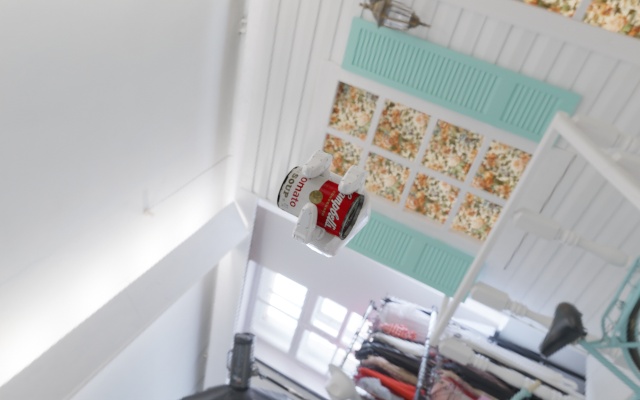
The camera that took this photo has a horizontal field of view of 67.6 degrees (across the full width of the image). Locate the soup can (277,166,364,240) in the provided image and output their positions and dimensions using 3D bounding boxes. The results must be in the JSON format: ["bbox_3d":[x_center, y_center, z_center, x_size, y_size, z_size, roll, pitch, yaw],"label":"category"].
[{"bbox_3d":[0.000,0.002,0.655,0.102,0.068,0.068,26,7,15],"label":"soup can"}]
